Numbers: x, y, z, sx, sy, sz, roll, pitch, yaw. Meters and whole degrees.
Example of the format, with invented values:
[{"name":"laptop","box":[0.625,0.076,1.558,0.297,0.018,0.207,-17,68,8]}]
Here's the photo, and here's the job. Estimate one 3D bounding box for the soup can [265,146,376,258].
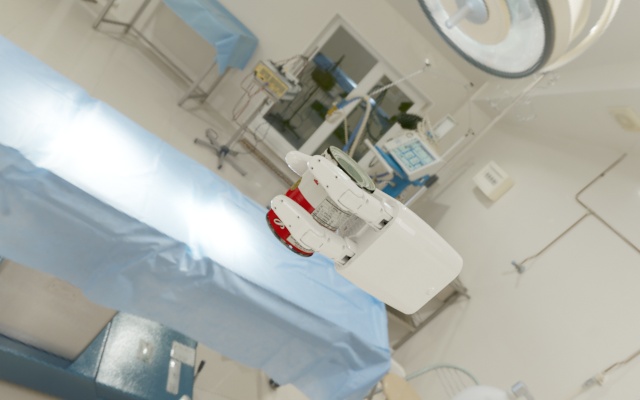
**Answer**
[{"name":"soup can","box":[0.000,0.001,0.503,0.102,0.068,0.068,-46,-17,17]}]
